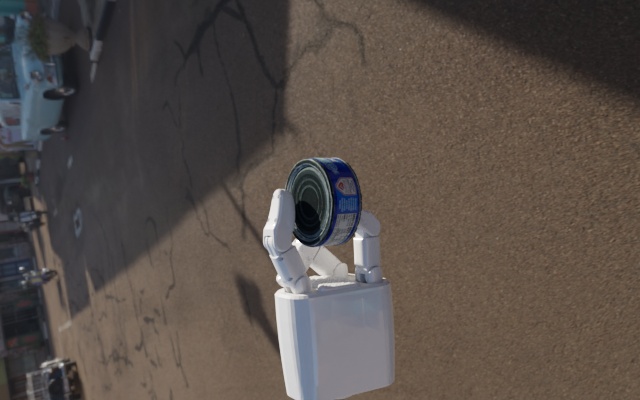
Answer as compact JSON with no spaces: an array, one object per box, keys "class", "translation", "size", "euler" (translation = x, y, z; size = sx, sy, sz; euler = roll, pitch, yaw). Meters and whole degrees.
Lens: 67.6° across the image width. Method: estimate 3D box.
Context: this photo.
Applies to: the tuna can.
[{"class":"tuna can","translation":[0.000,0.001,0.456],"size":[0.034,0.086,0.086],"euler":[-2,1,-35]}]
